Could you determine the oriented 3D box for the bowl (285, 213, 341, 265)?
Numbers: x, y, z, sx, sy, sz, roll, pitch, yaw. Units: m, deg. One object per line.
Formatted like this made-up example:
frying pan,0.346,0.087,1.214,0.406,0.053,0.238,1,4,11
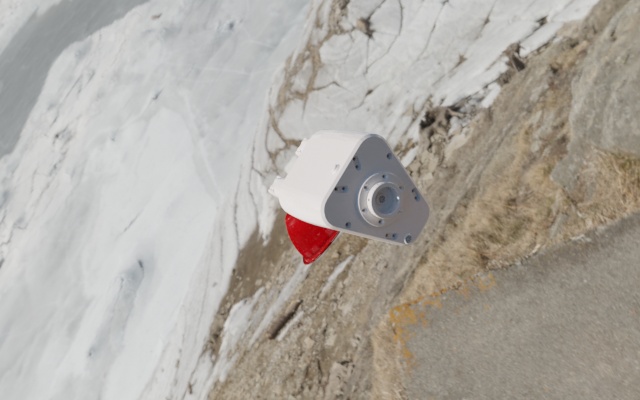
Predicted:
bowl,-0.001,0.002,0.632,0.055,0.162,0.162,32,-5,-8
